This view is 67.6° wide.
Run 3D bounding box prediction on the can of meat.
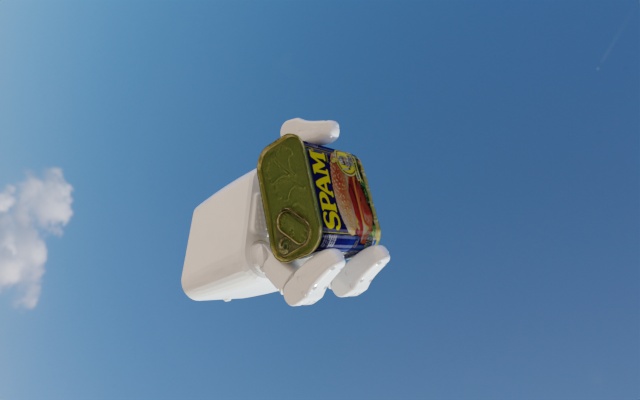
[{"bbox_3d":[0.000,0.001,0.412,0.057,0.102,0.084,-27,-23,37],"label":"can of meat"}]
